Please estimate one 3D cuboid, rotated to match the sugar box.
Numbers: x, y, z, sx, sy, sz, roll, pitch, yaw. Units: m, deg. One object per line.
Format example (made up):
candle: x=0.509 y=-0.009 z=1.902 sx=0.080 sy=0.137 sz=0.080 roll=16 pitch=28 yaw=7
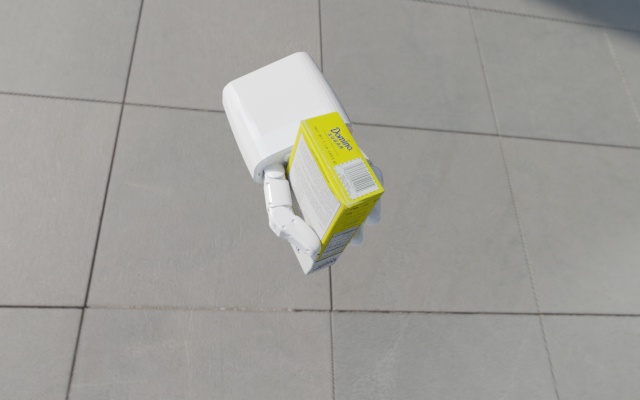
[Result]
sugar box: x=0.001 y=0.001 z=0.487 sx=0.048 sy=0.093 sz=0.176 roll=-20 pitch=-20 yaw=-20
